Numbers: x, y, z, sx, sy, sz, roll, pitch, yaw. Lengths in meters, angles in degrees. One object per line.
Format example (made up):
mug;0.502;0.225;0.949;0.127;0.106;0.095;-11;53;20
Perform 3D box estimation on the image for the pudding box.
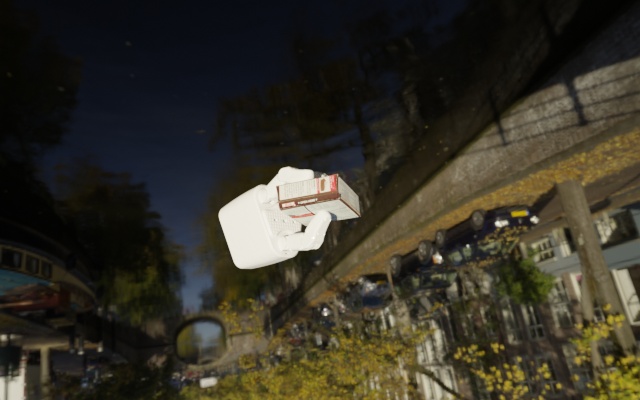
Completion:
pudding box;0.000;0.002;0.678;0.090;0.039;0.113;-11;-16;16
